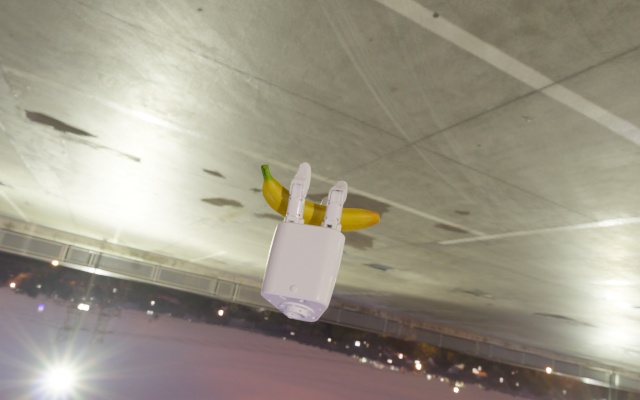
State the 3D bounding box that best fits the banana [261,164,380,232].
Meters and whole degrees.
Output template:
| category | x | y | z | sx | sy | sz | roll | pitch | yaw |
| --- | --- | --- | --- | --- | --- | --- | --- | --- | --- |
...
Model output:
| category | x | y | z | sx | sy | sz | roll | pitch | yaw |
| --- | --- | --- | --- | --- | --- | --- | --- | --- | --- |
| banana | -0.009 | 0.012 | 0.735 | 0.198 | 0.037 | 0.070 | 22 | -44 | -7 |
